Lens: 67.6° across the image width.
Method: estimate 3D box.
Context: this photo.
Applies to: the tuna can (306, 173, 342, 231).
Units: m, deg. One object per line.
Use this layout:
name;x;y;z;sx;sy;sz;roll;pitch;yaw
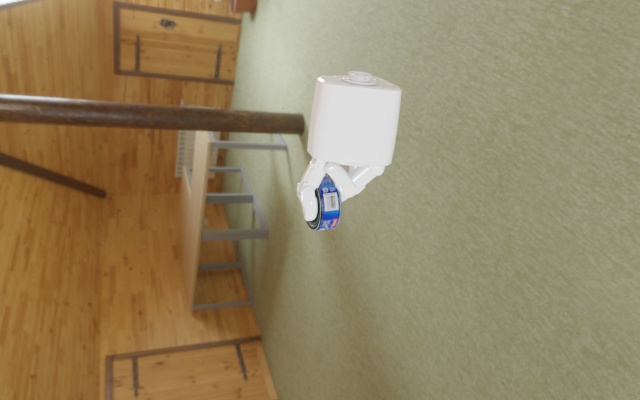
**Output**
tuna can;0.000;0.003;0.726;0.034;0.086;0.086;-7;2;-21
